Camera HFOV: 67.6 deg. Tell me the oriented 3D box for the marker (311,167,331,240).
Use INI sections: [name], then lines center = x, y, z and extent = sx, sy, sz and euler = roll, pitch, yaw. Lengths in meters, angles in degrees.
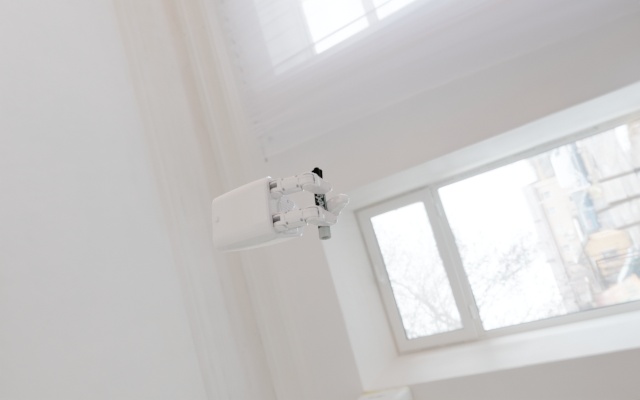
[marker]
center = 0.000, 0.002, 0.746
extent = 0.020, 0.121, 0.020
euler = -6, -24, -3
